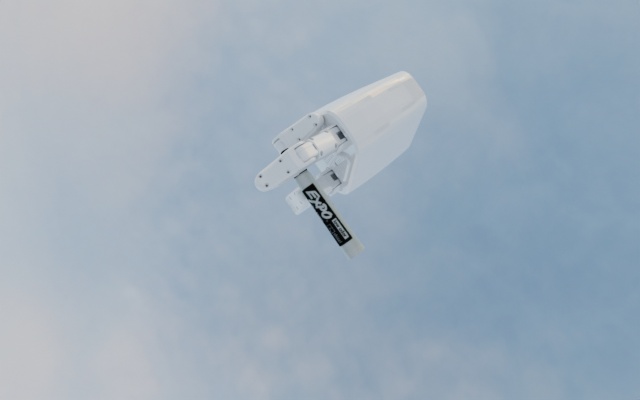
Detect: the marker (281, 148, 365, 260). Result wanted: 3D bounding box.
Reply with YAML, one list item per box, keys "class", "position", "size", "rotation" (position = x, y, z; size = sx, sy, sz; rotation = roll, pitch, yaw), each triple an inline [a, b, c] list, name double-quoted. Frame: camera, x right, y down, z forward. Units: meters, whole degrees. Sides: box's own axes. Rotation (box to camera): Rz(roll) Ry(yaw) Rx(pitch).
- class: "marker"
  position: [0.000, 0.002, 0.454]
  size: [0.020, 0.121, 0.020]
  rotation: [-35, -3, -2]
